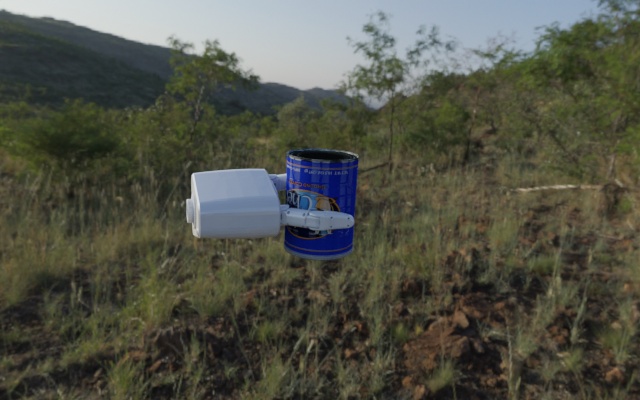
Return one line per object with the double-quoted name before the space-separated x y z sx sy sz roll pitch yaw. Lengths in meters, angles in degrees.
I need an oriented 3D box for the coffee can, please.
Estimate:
"coffee can" 0.000 0.002 0.686 0.103 0.140 0.102 3 15 -1
